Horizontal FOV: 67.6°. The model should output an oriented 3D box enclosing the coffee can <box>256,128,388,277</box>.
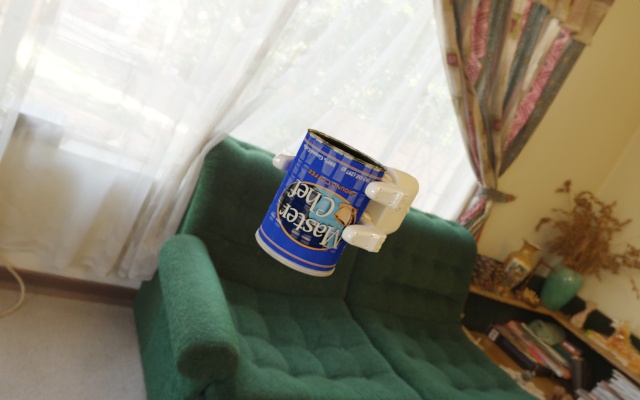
[{"bbox_3d":[0.000,0.002,0.556,0.103,0.140,0.102,26,13,-6],"label":"coffee can"}]
